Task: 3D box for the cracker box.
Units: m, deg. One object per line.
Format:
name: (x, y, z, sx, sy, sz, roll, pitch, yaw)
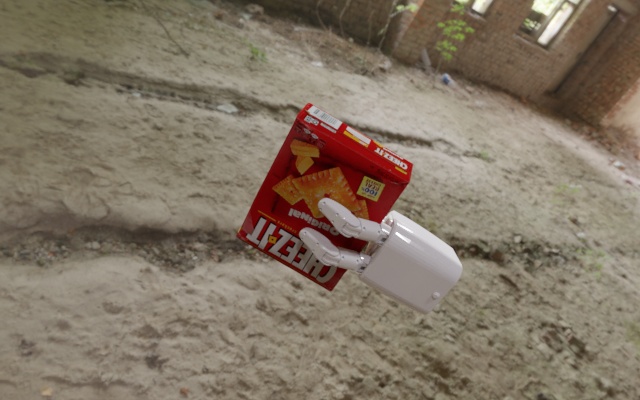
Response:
cracker box: (0.000, 0.002, 0.657, 0.164, 0.214, 0.072, 31, 30, -1)
